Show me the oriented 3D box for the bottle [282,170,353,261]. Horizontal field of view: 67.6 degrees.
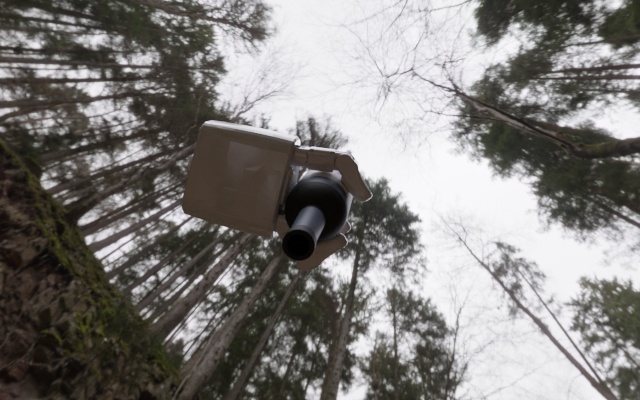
[{"bbox_3d":[0.000,0.002,0.532,0.069,0.069,0.295,0,14,7],"label":"bottle"}]
